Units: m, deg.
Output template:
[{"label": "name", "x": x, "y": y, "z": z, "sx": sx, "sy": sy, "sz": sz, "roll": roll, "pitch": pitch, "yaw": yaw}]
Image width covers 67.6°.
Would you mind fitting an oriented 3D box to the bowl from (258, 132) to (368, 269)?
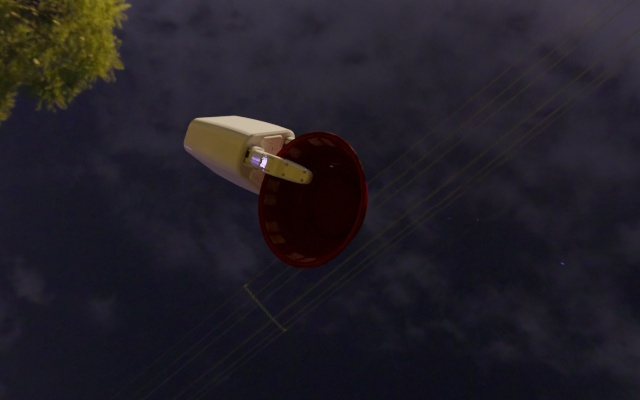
[{"label": "bowl", "x": 0.001, "y": 0.003, "z": 0.575, "sx": 0.162, "sy": 0.162, "sz": 0.055, "roll": 0, "pitch": -9, "yaw": 39}]
